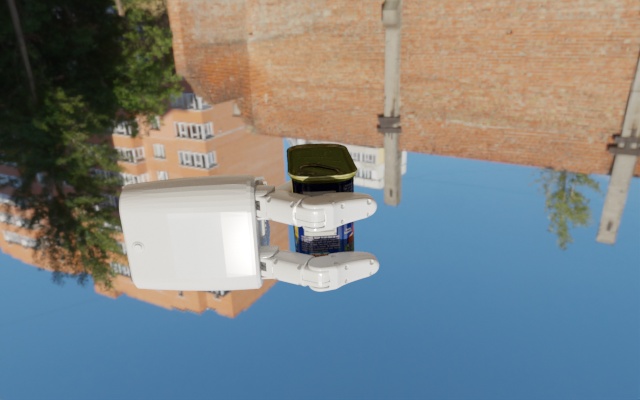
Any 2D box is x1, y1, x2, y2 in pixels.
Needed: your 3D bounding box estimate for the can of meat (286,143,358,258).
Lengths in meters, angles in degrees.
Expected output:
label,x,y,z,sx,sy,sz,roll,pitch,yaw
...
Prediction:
label,x,y,z,sx,sy,sz,roll,pitch,yaw
can of meat,0.000,0.002,0.433,0.057,0.084,0.102,-3,21,-4
